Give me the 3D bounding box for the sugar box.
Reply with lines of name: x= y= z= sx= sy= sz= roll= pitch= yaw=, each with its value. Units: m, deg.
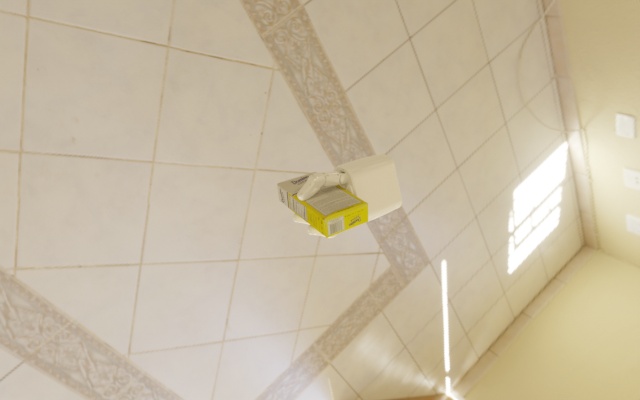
sugar box: x=0.000 y=0.003 z=0.893 sx=0.093 sy=0.048 sz=0.176 roll=-19 pitch=29 yaw=-26
